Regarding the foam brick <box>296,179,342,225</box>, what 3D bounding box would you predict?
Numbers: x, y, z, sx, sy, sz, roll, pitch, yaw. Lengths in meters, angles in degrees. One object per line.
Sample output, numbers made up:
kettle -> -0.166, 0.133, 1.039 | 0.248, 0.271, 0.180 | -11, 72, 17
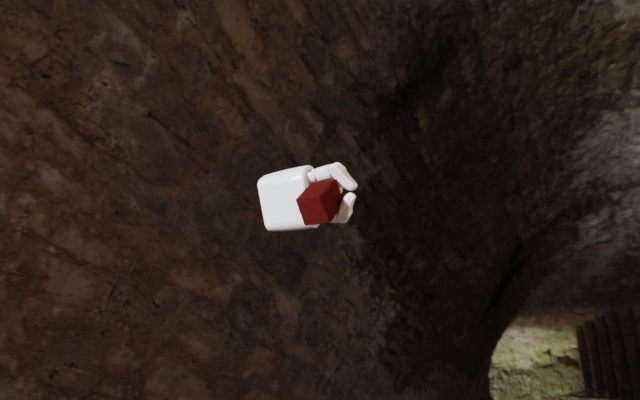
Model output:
foam brick -> 0.000, 0.003, 0.845 | 0.051, 0.053, 0.078 | -8, 21, 27
